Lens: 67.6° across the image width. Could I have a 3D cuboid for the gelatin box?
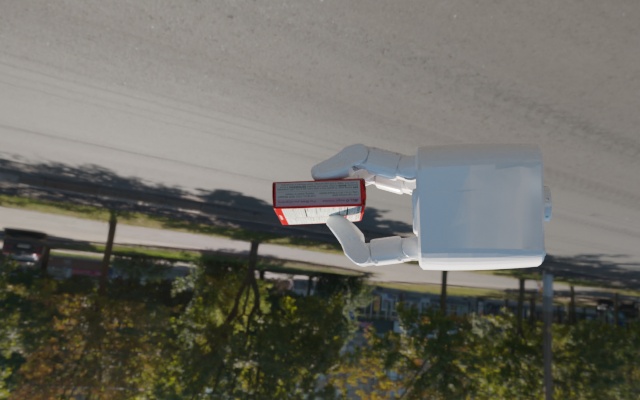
[{"bbox_3d":[0.000,0.002,0.481,0.089,0.030,0.073,-3,-14,2],"label":"gelatin box"}]
